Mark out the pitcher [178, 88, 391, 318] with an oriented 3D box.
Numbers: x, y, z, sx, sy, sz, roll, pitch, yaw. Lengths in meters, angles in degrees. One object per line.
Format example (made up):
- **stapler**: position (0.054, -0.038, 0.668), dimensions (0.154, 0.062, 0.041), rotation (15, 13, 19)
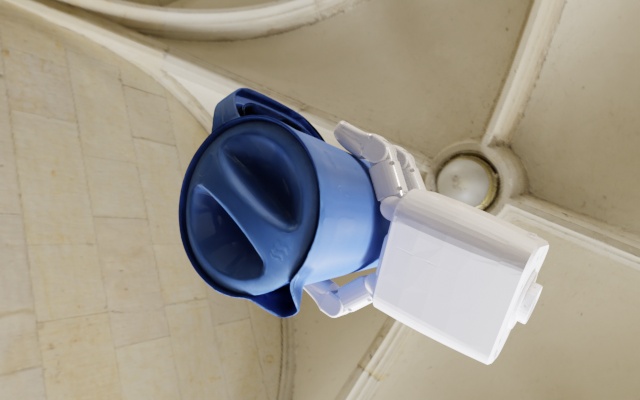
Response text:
- **pitcher**: position (0.000, 0.002, 0.443), dimensions (0.145, 0.149, 0.243), rotation (24, 9, 30)
